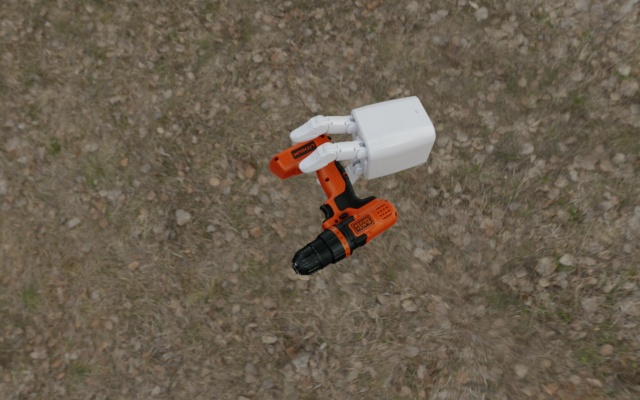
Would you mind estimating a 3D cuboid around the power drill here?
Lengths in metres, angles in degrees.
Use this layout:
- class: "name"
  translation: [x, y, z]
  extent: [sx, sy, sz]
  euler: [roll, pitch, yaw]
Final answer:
- class: "power drill"
  translation: [0.000, 0.002, 0.734]
  extent: [0.184, 0.187, 0.057]
  euler: [-29, -12, -22]
